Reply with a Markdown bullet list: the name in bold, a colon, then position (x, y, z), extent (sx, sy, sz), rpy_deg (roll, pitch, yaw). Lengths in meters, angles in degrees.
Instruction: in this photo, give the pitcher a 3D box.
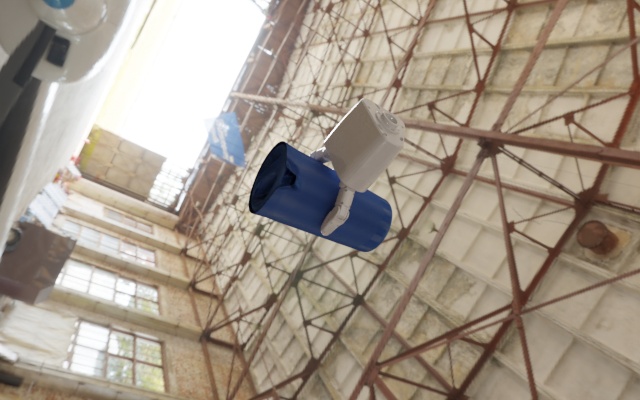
- **pitcher**: position (0.000, 0.003, 0.858), extent (0.243, 0.149, 0.145), rpy_deg (25, -56, -24)
